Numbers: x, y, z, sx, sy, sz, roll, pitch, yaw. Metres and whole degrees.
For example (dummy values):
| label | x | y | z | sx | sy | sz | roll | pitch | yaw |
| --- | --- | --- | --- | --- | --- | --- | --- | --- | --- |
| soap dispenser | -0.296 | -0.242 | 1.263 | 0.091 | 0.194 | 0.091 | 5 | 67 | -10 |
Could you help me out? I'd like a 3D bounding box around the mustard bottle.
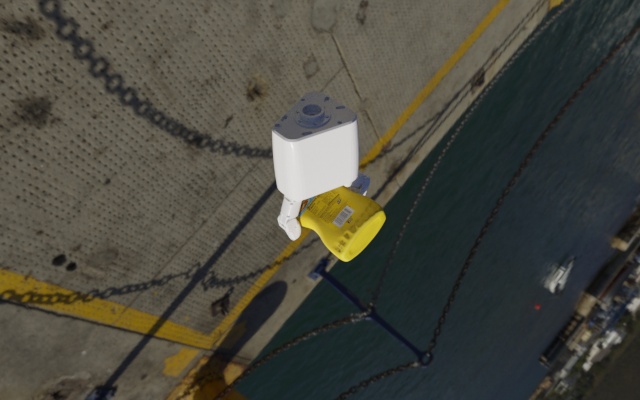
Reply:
| label | x | y | z | sx | sy | sz | roll | pitch | yaw |
| --- | --- | --- | --- | --- | --- | --- | --- | --- | --- |
| mustard bottle | 0.000 | 0.003 | 0.734 | 0.191 | 0.096 | 0.058 | 37 | -7 | 31 |
